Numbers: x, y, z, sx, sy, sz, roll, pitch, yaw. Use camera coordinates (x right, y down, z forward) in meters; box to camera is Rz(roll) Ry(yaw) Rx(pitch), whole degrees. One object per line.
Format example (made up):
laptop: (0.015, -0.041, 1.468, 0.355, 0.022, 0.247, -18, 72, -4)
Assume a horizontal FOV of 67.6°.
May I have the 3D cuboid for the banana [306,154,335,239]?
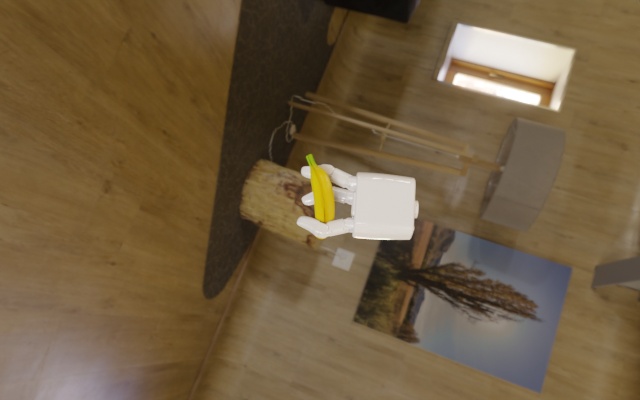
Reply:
banana: (0.004, 0.012, 0.869, 0.037, 0.198, 0.069, -10, 40, -8)
